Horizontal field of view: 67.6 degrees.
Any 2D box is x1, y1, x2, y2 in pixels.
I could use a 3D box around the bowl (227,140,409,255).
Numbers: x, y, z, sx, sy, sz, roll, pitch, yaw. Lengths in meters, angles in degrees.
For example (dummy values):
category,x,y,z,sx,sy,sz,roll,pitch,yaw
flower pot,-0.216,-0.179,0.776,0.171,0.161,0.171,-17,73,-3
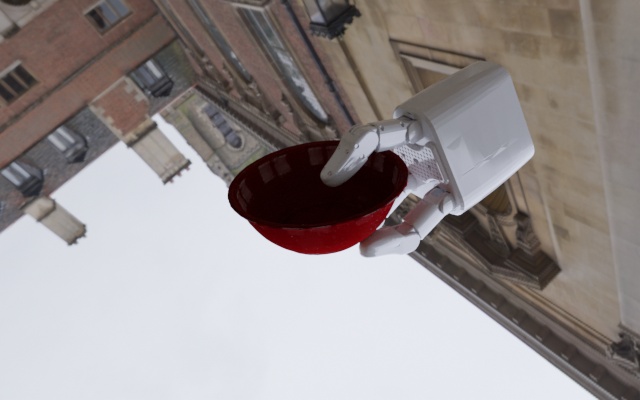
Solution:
category,x,y,z,sx,sy,sz,roll,pitch,yaw
bowl,-0.001,0.002,0.439,0.162,0.055,0.162,-6,30,3
